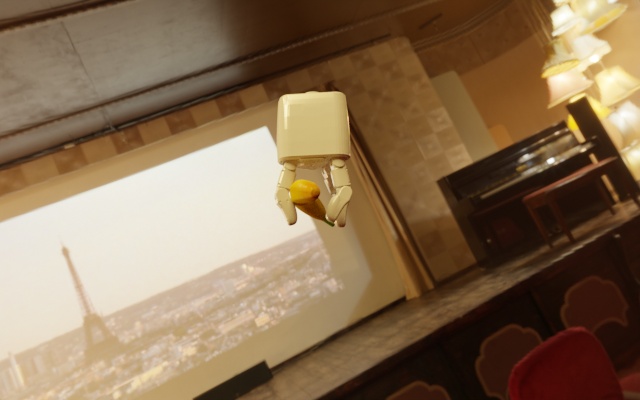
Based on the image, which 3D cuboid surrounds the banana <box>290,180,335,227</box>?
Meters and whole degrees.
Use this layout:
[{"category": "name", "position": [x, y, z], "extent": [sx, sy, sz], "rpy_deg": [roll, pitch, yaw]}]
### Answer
[{"category": "banana", "position": [-0.016, -0.003, 0.752], "extent": [0.069, 0.037, 0.198], "rpy_deg": [20, -10, 14]}]
